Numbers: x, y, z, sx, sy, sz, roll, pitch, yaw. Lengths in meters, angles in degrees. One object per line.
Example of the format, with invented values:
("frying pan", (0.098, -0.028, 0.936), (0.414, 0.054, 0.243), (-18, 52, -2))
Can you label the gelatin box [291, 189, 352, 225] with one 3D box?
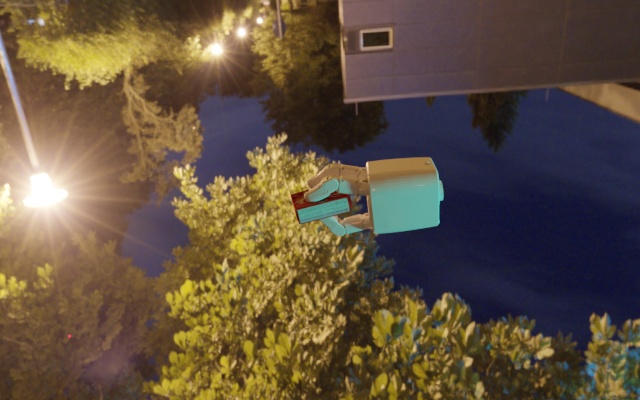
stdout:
("gelatin box", (0.000, 0.003, 0.772), (0.089, 0.030, 0.073), (-15, 22, -4))
